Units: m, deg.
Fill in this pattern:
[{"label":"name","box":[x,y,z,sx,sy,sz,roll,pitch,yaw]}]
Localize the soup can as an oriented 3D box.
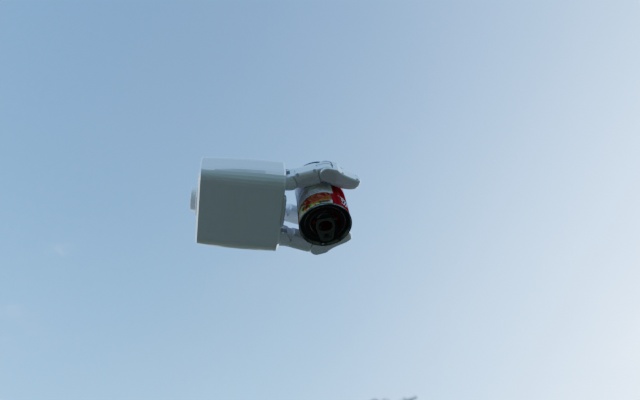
[{"label":"soup can","box":[0.001,0.002,0.636,0.068,0.068,0.102,0,36,-9]}]
